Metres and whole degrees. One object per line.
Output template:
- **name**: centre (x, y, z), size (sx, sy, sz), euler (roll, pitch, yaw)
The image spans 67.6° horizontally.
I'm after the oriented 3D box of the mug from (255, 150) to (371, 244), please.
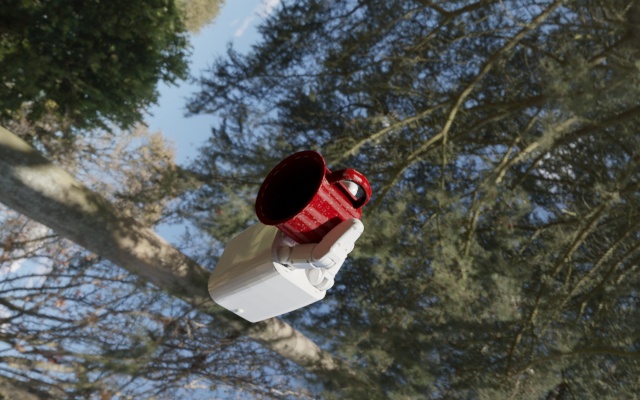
- **mug**: centre (0.001, 0.001, 0.512), size (0.117, 0.093, 0.081), euler (-26, -47, 26)
